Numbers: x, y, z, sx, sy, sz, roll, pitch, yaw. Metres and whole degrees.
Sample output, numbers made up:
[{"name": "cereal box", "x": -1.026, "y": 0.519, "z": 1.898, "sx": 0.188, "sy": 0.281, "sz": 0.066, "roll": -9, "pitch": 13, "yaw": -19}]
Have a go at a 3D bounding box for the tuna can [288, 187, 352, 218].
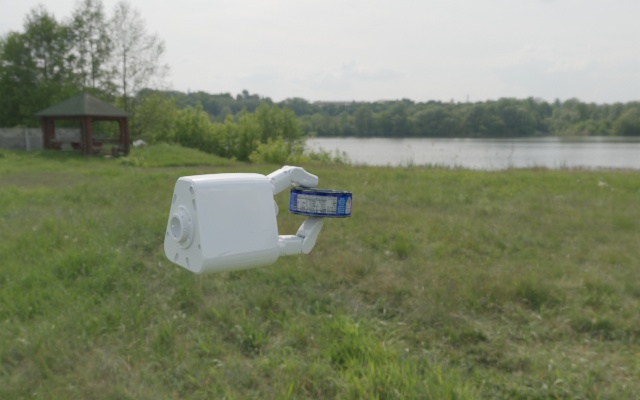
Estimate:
[{"name": "tuna can", "x": 0.000, "y": 0.002, "z": 0.648, "sx": 0.086, "sy": 0.034, "sz": 0.086, "roll": 4, "pitch": 4, "yaw": 0}]
